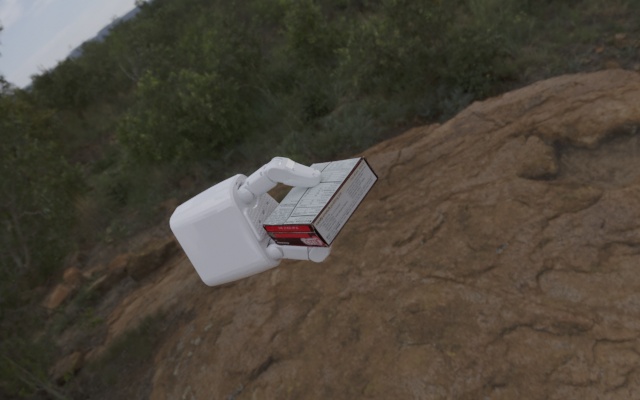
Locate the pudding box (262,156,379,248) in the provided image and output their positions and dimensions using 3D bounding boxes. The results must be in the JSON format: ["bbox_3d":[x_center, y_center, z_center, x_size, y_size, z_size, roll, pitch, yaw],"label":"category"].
[{"bbox_3d":[0.000,0.002,0.538,0.090,0.039,0.113,-2,43,49],"label":"pudding box"}]
